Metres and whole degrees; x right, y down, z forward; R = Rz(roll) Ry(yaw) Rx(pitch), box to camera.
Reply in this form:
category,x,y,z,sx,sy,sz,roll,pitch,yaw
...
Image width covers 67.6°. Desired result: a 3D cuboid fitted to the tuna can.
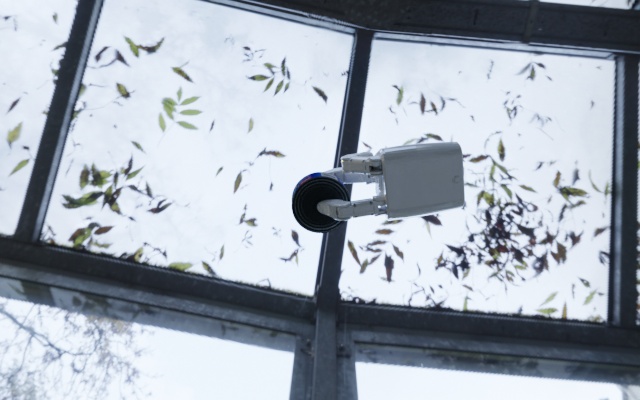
category,x,y,z,sx,sy,sz,roll,pitch,yaw
tuna can,0.000,0.002,0.696,0.086,0.086,0.033,0,18,-5
